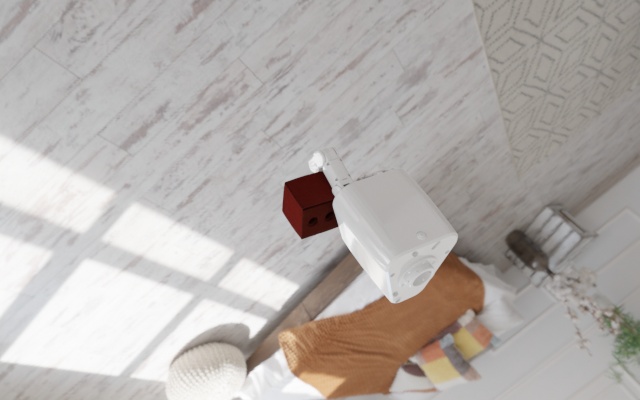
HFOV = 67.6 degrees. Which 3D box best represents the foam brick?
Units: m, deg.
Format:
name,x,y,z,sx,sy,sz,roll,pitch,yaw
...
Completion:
name,x,y,z,sx,sy,sz,roll,pitch,yaw
foam brick,0.000,0.002,0.571,0.078,0.053,0.051,-18,52,-21
